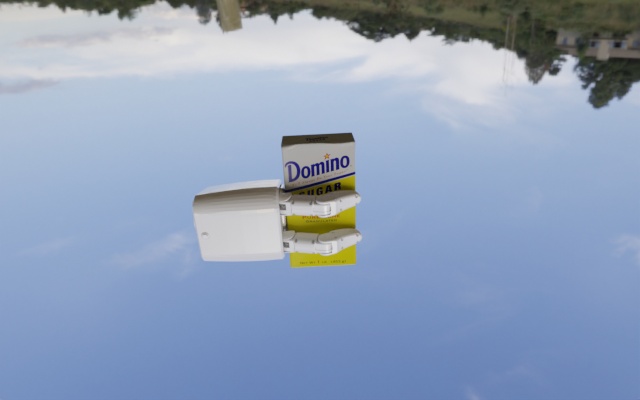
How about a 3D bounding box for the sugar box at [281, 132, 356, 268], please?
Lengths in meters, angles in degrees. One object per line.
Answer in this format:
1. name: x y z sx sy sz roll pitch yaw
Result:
1. sugar box: 0.000 0.002 0.628 0.093 0.176 0.048 -4 27 -1
